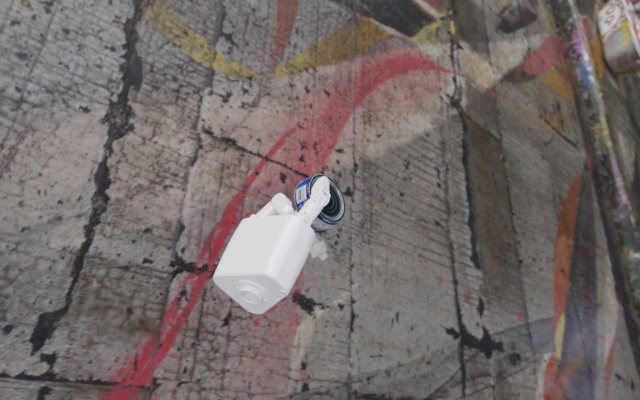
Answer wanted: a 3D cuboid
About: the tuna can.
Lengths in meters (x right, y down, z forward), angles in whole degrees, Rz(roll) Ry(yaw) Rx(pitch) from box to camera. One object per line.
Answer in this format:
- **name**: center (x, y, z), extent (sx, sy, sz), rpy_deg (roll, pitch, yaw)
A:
- **tuna can**: center (0.001, 0.002, 0.752), extent (0.034, 0.086, 0.086), rpy_deg (-27, -18, 38)
